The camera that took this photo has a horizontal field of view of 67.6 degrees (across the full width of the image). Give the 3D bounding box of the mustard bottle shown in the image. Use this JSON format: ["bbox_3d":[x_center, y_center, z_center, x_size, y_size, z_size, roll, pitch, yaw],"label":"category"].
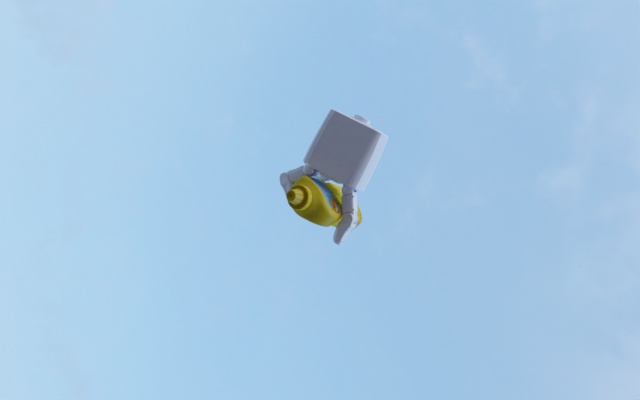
[{"bbox_3d":[0.000,0.003,0.823,0.058,0.096,0.191,-41,-23,18],"label":"mustard bottle"}]
